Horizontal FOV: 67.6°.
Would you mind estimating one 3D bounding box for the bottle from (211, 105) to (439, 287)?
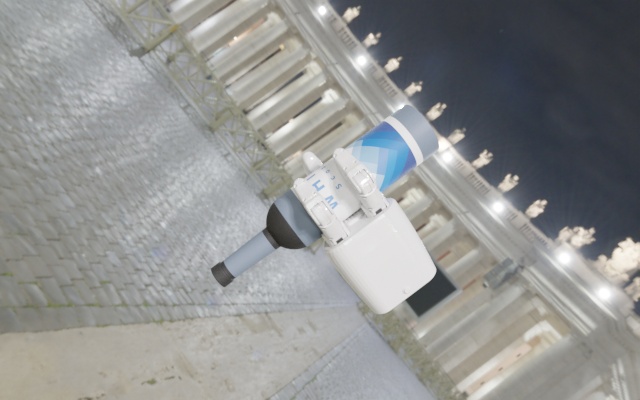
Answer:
[{"bbox_3d":[0.000,0.002,0.555,0.295,0.069,0.069,-36,1,-2],"label":"bottle"}]
